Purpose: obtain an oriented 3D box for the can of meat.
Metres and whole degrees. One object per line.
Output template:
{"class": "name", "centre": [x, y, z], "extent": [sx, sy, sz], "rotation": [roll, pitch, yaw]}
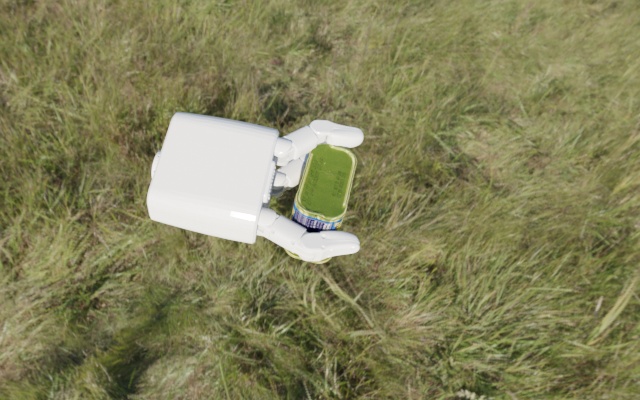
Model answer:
{"class": "can of meat", "centre": [0.000, 0.002, 0.511], "extent": [0.057, 0.102, 0.084], "rotation": [15, -37, -1]}
